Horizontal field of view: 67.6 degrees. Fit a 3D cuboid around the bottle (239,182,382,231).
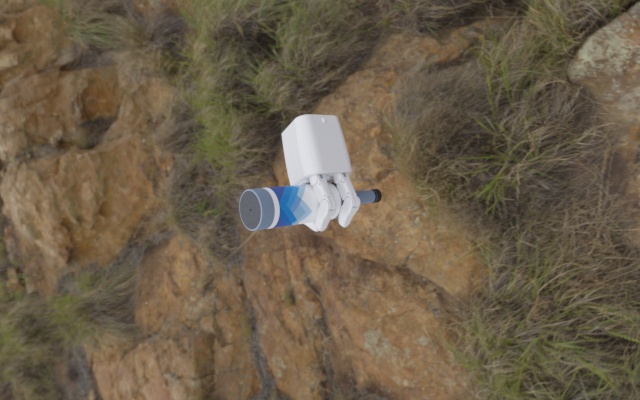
[{"bbox_3d":[0.000,0.003,0.849,0.295,0.069,0.069,-6,4,-40],"label":"bottle"}]
